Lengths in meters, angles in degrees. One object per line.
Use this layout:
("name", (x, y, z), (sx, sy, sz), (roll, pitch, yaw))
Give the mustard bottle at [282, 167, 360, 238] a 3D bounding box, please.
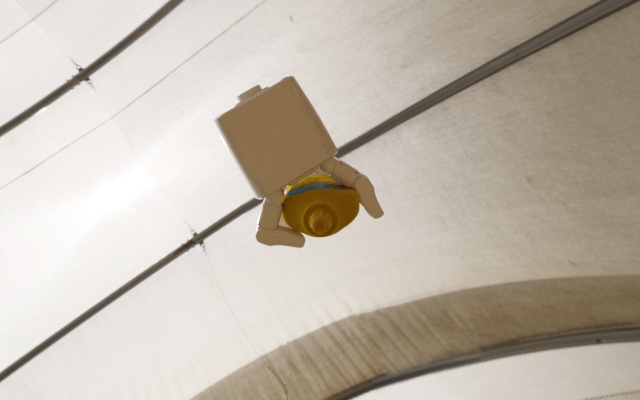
("mustard bottle", (0.000, 0.002, 0.601), (0.096, 0.058, 0.191), (-4, 15, 1))
